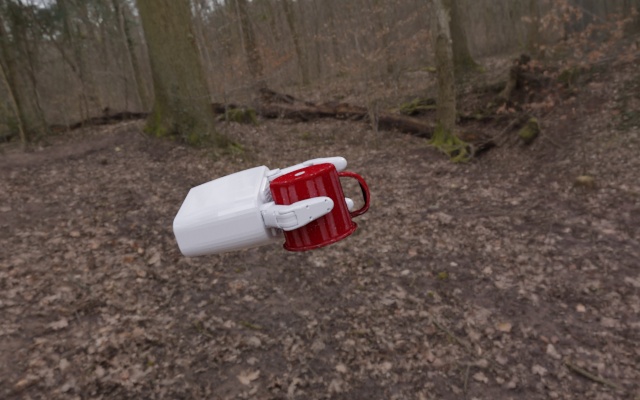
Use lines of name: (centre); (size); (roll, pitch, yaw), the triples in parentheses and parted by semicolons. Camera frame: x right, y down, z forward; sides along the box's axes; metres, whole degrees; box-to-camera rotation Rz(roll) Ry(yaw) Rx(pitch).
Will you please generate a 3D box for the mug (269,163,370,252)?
mug: (0.001, 0.001, 0.562); (0.117, 0.081, 0.093); (-15, 12, 8)
